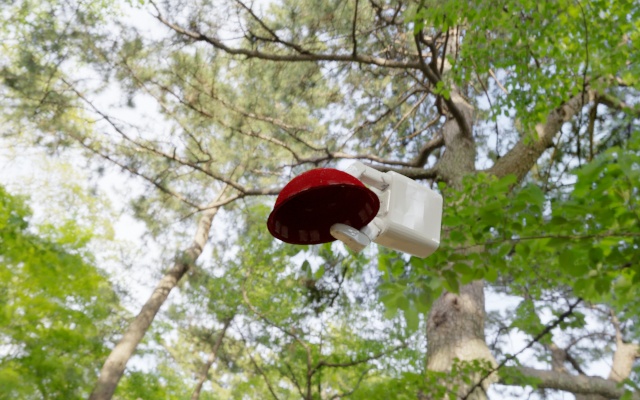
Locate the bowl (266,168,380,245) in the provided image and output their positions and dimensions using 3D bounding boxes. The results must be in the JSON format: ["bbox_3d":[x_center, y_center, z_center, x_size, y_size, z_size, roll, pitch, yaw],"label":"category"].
[{"bbox_3d":[-0.001,0.002,0.678,0.162,0.055,0.162,-10,-31,-6],"label":"bowl"}]
